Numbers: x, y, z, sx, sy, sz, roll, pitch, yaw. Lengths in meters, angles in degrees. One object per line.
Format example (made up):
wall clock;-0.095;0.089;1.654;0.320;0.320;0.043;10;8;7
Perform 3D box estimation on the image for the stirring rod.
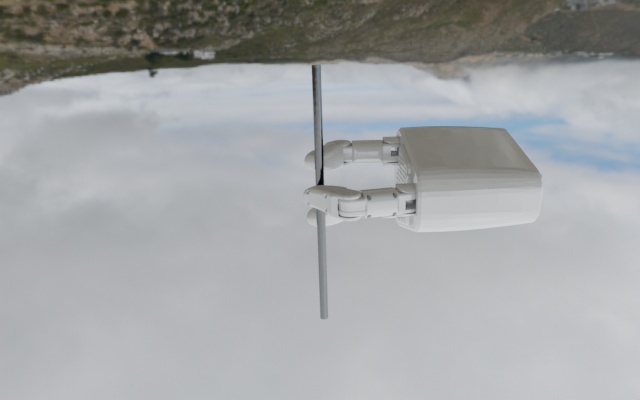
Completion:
stirring rod;0.000;0.001;0.435;0.011;0.240;0.011;-2;18;1
